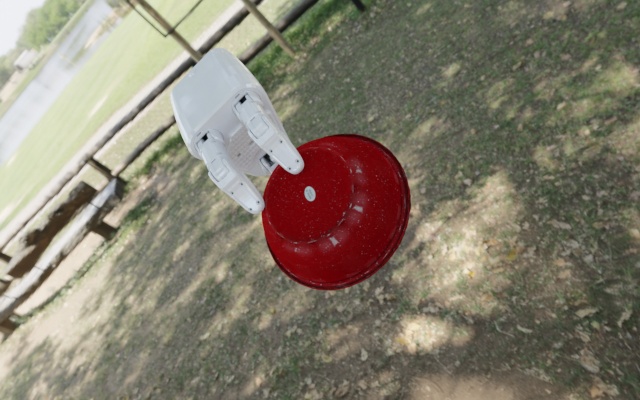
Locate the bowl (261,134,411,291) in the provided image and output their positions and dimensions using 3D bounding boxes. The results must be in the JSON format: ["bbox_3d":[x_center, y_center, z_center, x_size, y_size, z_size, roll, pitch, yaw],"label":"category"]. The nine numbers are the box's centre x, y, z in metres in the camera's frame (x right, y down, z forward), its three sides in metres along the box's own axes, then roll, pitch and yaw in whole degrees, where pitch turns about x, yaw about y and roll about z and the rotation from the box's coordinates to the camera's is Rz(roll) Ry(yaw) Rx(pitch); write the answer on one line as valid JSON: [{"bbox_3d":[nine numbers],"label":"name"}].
[{"bbox_3d":[0.001,0.002,0.453,0.162,0.162,0.055,0,-16,28],"label":"bowl"}]
